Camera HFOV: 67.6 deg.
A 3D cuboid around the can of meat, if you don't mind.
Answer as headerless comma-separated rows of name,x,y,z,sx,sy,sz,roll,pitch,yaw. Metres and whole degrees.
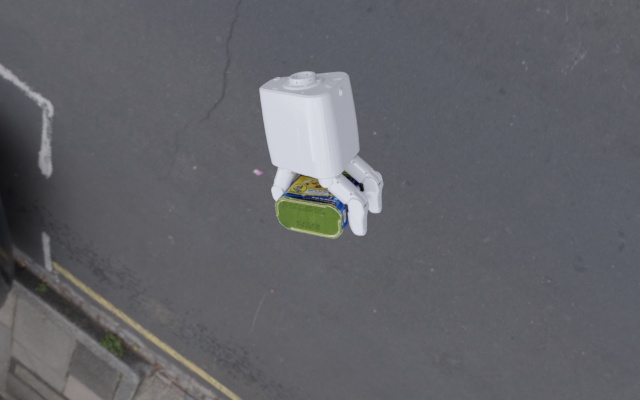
can of meat,0.000,0.002,0.652,0.102,0.057,0.084,9,35,23
